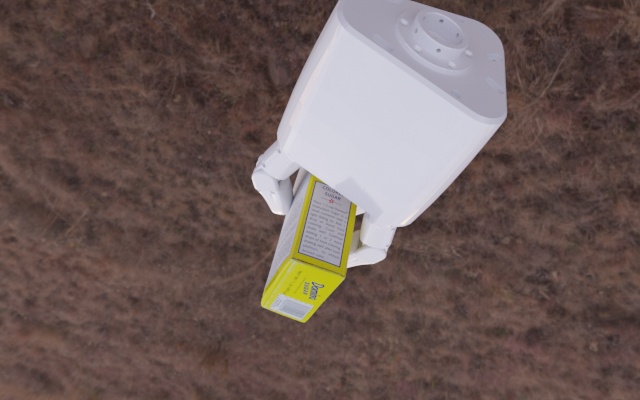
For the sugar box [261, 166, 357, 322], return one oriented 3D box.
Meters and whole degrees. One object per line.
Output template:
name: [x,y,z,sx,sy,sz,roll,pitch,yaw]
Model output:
sugar box: [0.001,0.002,0.400,0.048,0.176,0.093,23,-38,-8]
